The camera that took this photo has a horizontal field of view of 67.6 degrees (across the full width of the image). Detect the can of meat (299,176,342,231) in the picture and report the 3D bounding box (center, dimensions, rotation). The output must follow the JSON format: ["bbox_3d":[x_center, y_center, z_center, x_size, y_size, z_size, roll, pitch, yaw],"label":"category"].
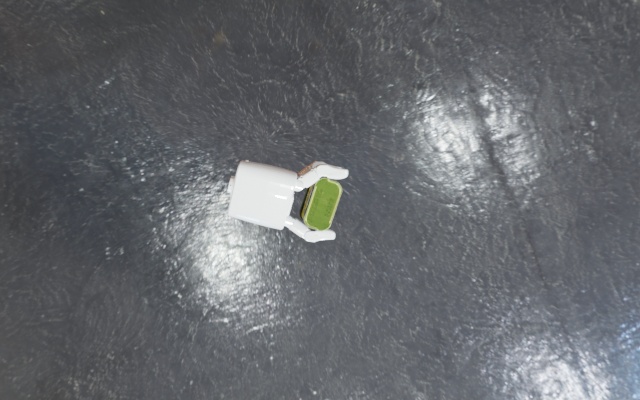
[{"bbox_3d":[0.000,0.003,0.899,0.057,0.102,0.084,17,4,-8],"label":"can of meat"}]
